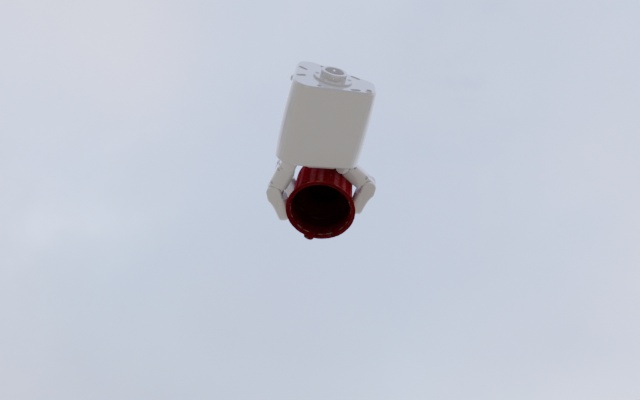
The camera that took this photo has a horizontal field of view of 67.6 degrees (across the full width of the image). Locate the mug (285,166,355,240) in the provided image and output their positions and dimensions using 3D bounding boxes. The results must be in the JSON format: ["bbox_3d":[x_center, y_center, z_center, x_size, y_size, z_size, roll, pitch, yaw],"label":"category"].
[{"bbox_3d":[0.000,0.003,0.671,0.093,0.117,0.081,15,33,-4],"label":"mug"}]
